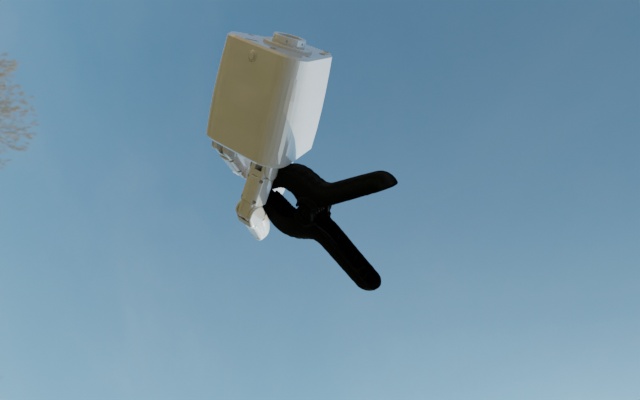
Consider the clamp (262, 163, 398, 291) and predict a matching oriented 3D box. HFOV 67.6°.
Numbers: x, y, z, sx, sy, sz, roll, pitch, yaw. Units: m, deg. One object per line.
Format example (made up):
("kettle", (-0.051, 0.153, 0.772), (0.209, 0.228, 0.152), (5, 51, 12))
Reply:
("clamp", (0.000, 0.001, 0.469), (0.171, 0.120, 0.039), (29, 27, 25))
